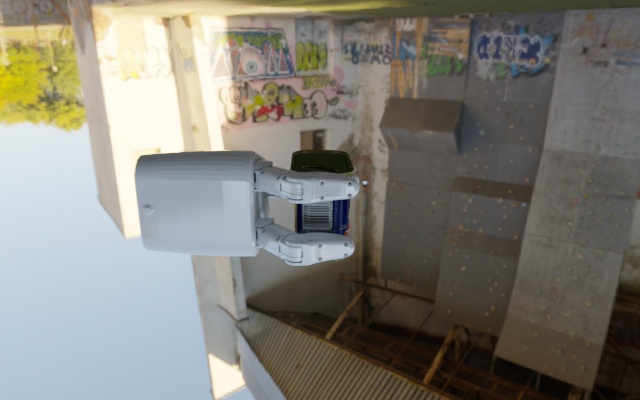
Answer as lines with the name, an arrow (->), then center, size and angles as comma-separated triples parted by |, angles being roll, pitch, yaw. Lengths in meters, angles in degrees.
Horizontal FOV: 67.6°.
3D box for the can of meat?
can of meat -> 0.000, 0.002, 0.465 | 0.057, 0.084, 0.102 | 0, 17, -2
